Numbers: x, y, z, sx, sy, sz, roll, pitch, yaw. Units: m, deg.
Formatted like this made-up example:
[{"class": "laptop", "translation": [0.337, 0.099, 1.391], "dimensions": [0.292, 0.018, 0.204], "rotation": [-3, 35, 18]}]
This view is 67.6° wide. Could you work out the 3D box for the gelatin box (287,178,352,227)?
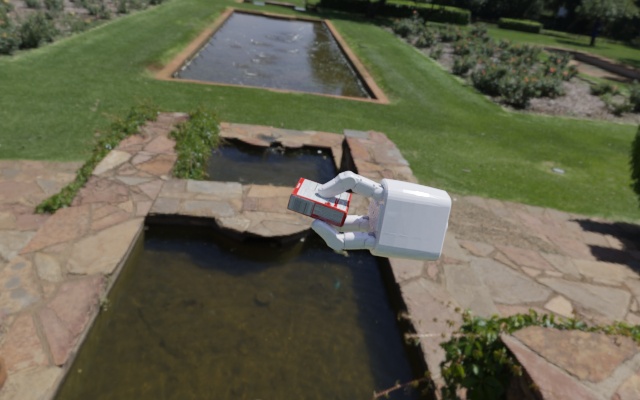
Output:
[{"class": "gelatin box", "translation": [0.000, 0.002, 0.735], "dimensions": [0.089, 0.030, 0.073], "rotation": [19, 24, 1]}]
